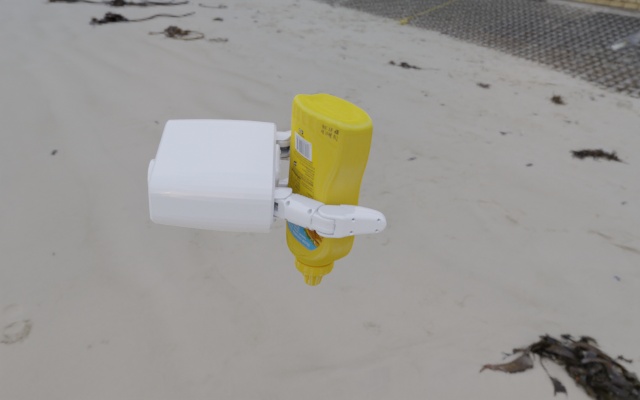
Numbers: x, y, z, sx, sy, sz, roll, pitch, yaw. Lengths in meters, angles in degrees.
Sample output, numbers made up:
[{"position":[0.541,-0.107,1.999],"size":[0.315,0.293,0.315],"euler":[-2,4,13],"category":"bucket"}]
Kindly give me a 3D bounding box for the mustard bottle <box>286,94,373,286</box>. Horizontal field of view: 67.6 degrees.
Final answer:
[{"position":[0.000,0.001,0.462],"size":[0.058,0.192,0.096],"euler":[-10,31,-29],"category":"mustard bottle"}]
